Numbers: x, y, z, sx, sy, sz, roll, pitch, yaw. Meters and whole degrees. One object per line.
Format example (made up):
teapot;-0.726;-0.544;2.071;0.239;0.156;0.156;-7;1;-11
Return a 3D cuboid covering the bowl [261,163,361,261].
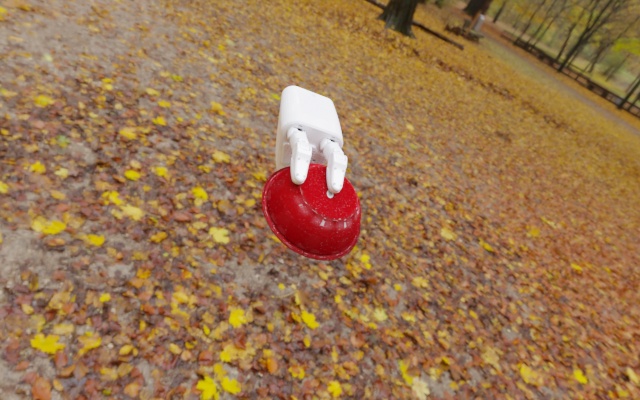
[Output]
bowl;0.001;0.003;0.683;0.162;0.162;0.055;0;-31;-32
